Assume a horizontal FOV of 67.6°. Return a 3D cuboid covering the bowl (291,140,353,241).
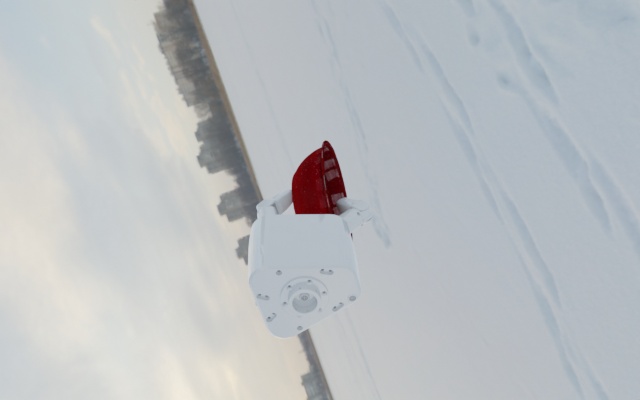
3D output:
[{"bbox_3d":[0.000,0.002,0.655,0.055,0.162,0.162,-11,-2,12],"label":"bowl"}]
